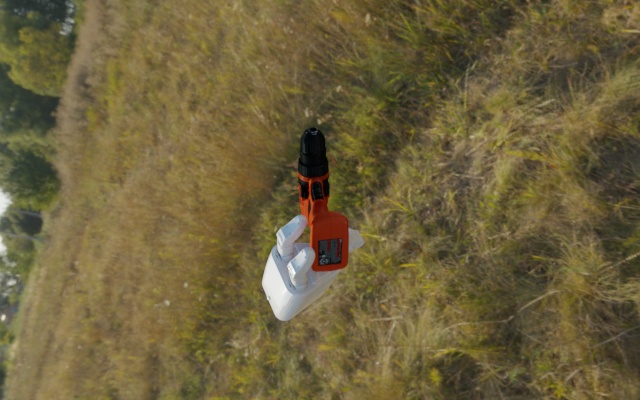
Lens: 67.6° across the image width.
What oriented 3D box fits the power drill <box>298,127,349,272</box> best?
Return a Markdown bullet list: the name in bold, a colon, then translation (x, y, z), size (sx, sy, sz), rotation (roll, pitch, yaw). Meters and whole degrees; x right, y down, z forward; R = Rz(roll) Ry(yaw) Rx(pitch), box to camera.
- **power drill**: translation (0.000, 0.003, 0.742), size (0.057, 0.185, 0.187), rotation (-6, 36, -5)
